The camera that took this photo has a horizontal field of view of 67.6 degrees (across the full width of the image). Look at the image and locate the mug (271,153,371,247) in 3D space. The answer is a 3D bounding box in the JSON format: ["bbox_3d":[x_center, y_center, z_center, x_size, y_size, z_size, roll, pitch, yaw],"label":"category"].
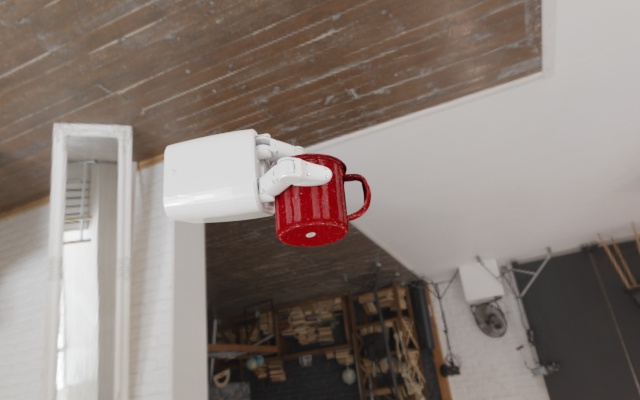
[{"bbox_3d":[0.002,0.002,0.548,0.117,0.081,0.093,-8,-23,6],"label":"mug"}]
